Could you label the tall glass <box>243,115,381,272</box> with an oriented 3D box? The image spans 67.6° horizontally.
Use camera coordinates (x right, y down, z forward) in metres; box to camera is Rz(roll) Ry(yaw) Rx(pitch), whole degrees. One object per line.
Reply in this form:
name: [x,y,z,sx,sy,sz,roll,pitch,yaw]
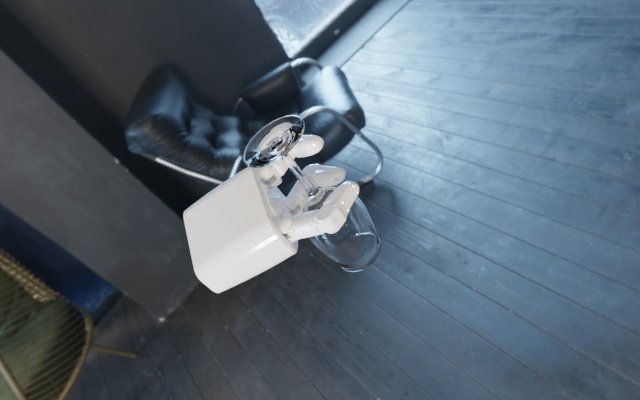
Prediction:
tall glass: [0.000,0.001,0.547,0.079,0.079,0.201,0,-39,40]
